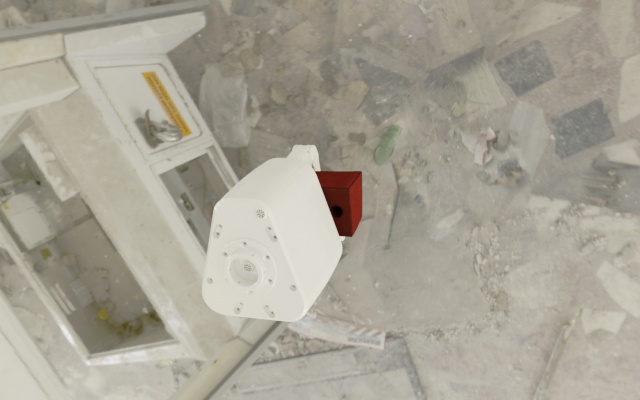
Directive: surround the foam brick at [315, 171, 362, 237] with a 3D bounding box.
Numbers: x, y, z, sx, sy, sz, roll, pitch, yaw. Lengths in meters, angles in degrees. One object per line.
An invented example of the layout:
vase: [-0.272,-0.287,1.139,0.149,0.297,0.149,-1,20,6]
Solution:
foam brick: [0.000,0.001,0.480,0.078,0.053,0.051,2,22,16]
